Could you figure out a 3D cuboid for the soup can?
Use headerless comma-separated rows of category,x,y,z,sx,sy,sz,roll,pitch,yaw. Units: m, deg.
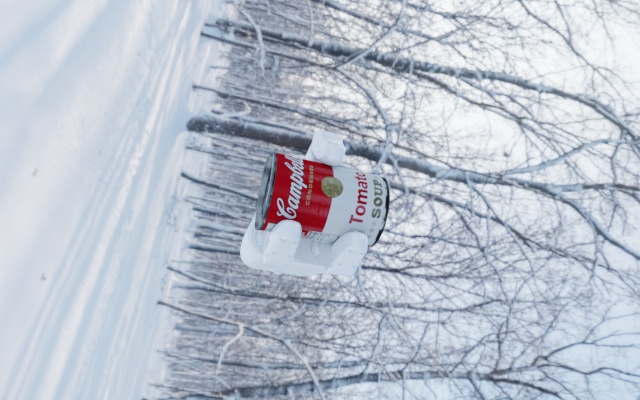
soup can,0.000,0.001,0.412,0.102,0.068,0.068,12,-3,-13
